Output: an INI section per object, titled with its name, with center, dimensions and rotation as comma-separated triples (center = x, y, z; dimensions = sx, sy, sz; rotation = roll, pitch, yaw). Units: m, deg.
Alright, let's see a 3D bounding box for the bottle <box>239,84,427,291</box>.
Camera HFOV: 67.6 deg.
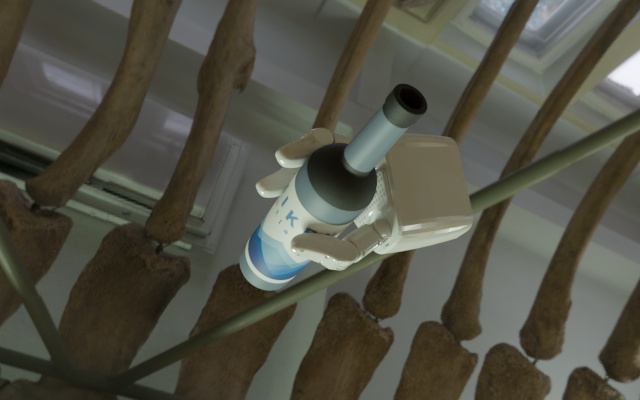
[bottle]
center = 0.000, 0.002, 0.439
dimensions = 0.069, 0.069, 0.296
rotation = 0, -29, -29
